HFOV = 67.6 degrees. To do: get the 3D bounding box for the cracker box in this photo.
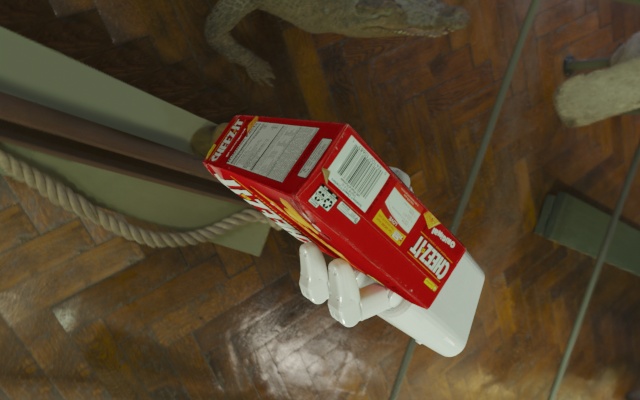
[{"bbox_3d":[0.000,0.001,0.440,0.164,0.072,0.213,41,-12,-30],"label":"cracker box"}]
